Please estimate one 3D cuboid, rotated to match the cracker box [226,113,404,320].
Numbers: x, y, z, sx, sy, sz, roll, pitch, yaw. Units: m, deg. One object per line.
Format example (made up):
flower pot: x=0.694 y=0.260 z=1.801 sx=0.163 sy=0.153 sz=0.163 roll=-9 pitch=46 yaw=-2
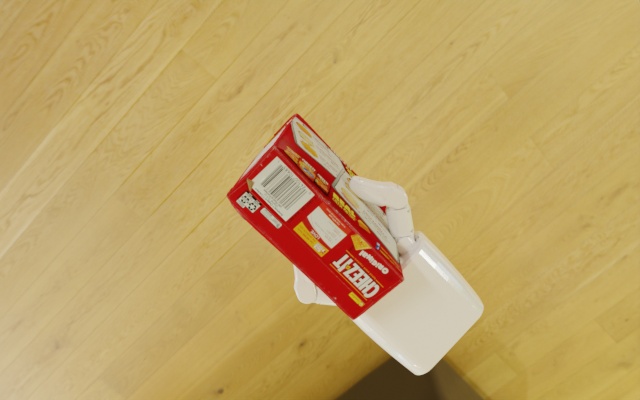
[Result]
cracker box: x=0.000 y=0.002 z=0.505 sx=0.072 sy=0.164 sz=0.213 roll=-42 pitch=11 yaw=14
